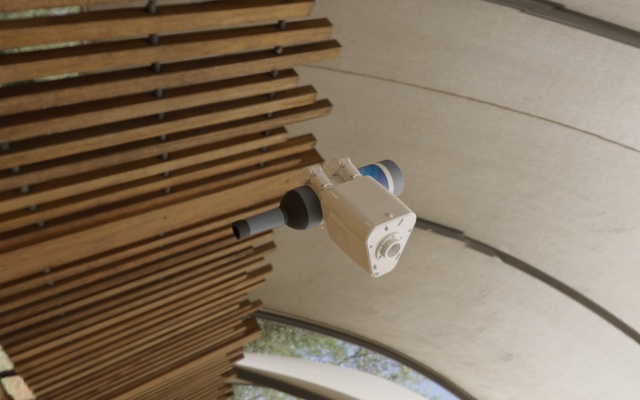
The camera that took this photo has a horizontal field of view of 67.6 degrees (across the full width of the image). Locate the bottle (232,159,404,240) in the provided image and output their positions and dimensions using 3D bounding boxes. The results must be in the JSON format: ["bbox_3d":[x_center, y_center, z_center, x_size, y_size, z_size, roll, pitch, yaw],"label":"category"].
[{"bbox_3d":[0.000,0.002,0.757,0.295,0.069,0.069,-19,9,-29],"label":"bottle"}]
